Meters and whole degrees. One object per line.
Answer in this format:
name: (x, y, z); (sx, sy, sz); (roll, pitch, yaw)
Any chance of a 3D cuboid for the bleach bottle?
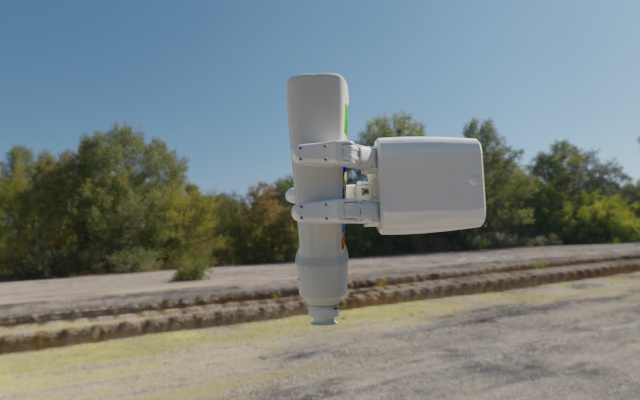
bleach bottle: (0.000, 0.002, 0.507); (0.068, 0.251, 0.102); (-2, -5, 3)
